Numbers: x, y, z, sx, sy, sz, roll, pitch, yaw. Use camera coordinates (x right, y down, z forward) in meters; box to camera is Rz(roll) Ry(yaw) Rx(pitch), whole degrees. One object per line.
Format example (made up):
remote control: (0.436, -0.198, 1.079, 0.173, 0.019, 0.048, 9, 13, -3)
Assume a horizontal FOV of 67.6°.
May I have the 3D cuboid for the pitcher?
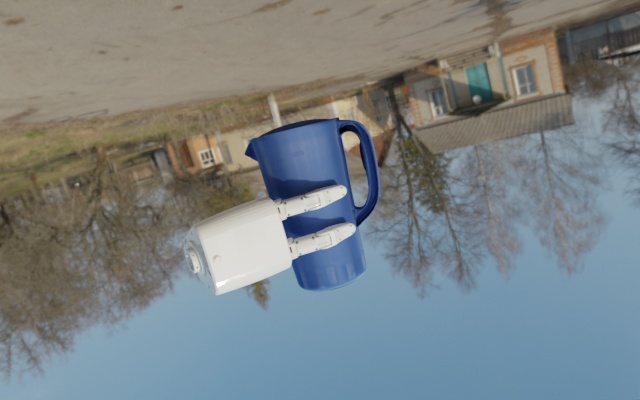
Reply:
pitcher: (0.000, 0.002, 0.704, 0.145, 0.243, 0.149, -20, 11, -31)
